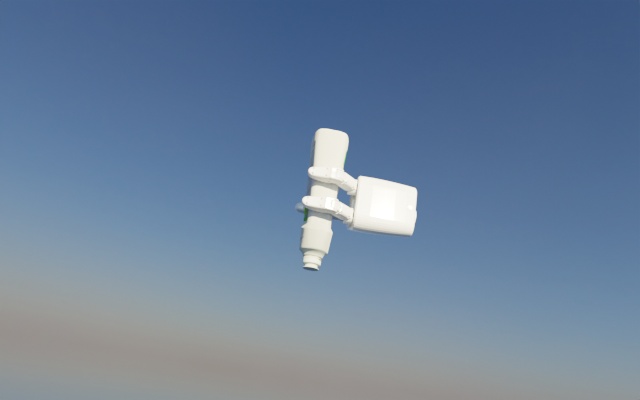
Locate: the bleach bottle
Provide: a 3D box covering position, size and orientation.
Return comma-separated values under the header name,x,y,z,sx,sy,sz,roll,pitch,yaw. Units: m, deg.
name,x,y,z,sx,sy,sz,roll,pitch,yaw
bleach bottle,0.000,0.003,0.858,0.068,0.250,0.103,10,-21,-4
